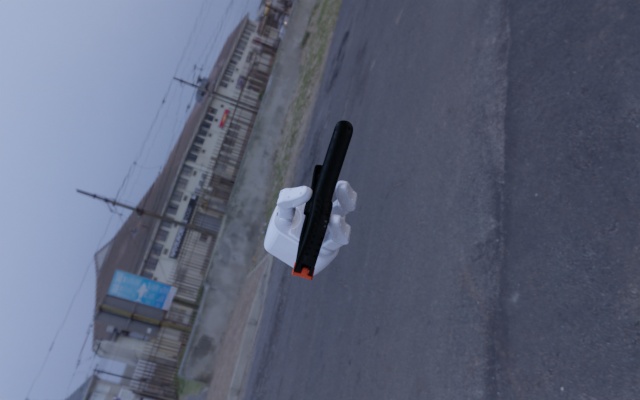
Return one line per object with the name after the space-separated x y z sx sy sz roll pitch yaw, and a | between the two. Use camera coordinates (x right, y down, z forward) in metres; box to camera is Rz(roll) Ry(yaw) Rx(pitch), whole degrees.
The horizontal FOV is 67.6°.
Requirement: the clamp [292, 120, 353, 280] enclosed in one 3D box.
-0.001 0.003 0.660 0.036 0.210 0.165 16 -28 -6 | clamp
